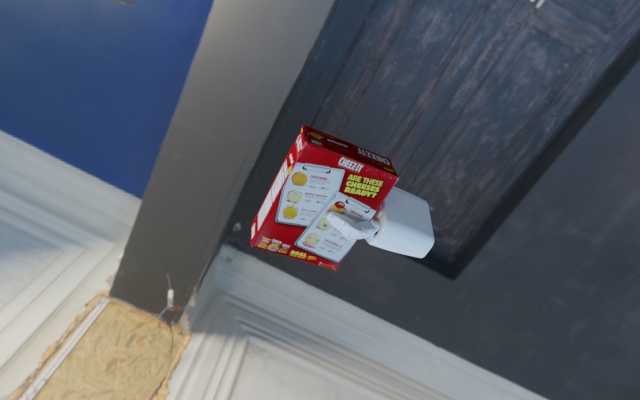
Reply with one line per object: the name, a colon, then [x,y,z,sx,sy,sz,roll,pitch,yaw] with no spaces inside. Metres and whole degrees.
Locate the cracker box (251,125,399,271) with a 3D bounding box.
cracker box: [0.000,0.003,0.788,0.164,0.214,0.072,19,30,-21]
